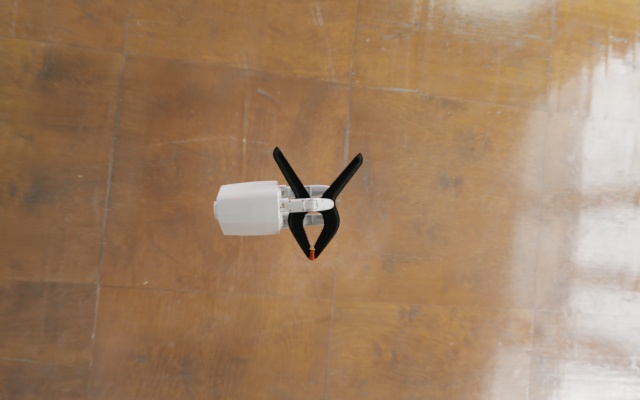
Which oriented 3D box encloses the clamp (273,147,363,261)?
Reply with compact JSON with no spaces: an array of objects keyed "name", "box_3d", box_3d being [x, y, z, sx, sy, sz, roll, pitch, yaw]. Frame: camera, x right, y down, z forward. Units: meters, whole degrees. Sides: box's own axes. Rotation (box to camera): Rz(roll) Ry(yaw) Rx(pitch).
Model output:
[{"name":"clamp","box_3d":[0.000,0.003,0.870,0.164,0.210,0.036,-3,-1,-3]}]
